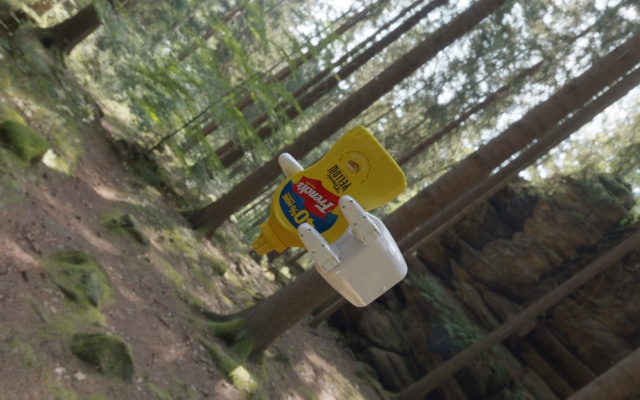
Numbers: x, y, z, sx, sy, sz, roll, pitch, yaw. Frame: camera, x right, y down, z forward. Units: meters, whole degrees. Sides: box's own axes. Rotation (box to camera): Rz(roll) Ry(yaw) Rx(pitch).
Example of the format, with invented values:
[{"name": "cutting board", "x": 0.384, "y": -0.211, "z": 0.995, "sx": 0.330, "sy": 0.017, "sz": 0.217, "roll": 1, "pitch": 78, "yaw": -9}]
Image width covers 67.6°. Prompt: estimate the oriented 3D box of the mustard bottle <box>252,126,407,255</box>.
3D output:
[{"name": "mustard bottle", "x": 0.000, "y": 0.002, "z": 0.567, "sx": 0.191, "sy": 0.096, "sz": 0.058, "roll": -37, "pitch": -22, "yaw": 1}]
